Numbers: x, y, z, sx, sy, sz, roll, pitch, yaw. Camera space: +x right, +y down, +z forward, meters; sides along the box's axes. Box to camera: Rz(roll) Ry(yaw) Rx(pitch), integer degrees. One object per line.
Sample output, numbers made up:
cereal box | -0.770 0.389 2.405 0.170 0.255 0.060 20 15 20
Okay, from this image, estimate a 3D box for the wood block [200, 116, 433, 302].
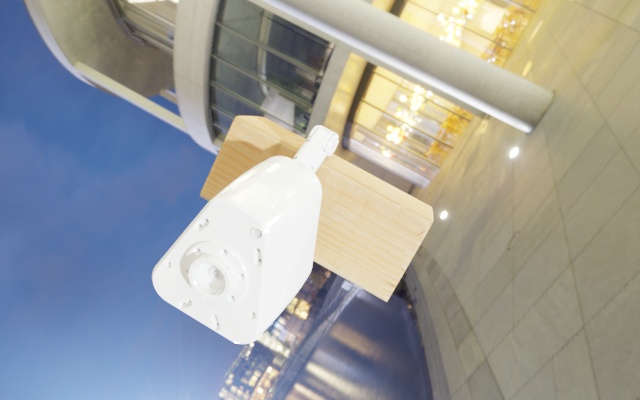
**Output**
wood block | 0.000 0.001 0.483 0.206 0.091 0.090 29 13 7
